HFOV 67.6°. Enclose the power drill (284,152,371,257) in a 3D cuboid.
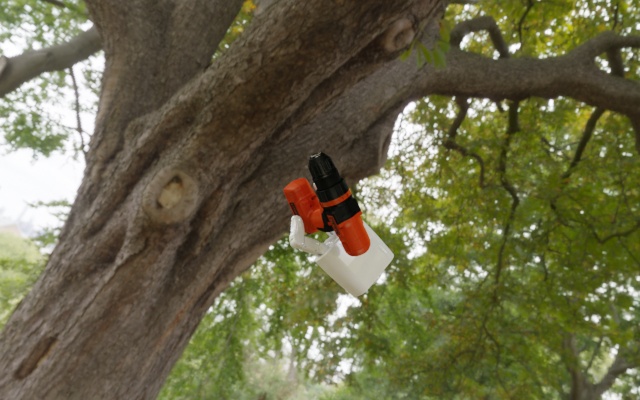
[{"bbox_3d":[0.000,0.003,0.832,0.057,0.184,0.187,-29,15,-19],"label":"power drill"}]
